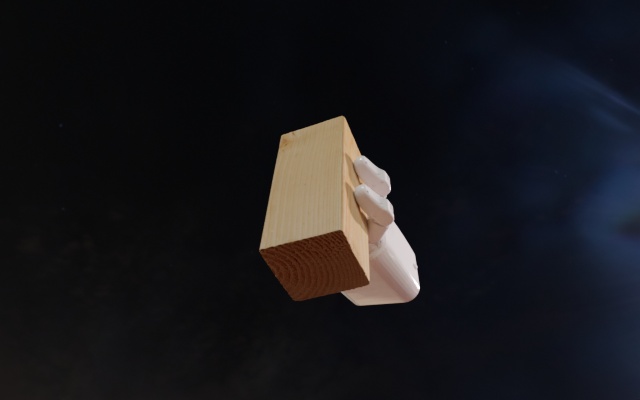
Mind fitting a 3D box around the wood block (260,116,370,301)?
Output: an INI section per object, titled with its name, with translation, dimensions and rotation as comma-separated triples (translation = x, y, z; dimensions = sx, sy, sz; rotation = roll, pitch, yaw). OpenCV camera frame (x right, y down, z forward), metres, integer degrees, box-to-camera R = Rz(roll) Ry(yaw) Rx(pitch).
[wood block]
translation = 0.000, 0.002, 0.562
dimensions = 0.091, 0.090, 0.206
rotation = -16, 38, 16
